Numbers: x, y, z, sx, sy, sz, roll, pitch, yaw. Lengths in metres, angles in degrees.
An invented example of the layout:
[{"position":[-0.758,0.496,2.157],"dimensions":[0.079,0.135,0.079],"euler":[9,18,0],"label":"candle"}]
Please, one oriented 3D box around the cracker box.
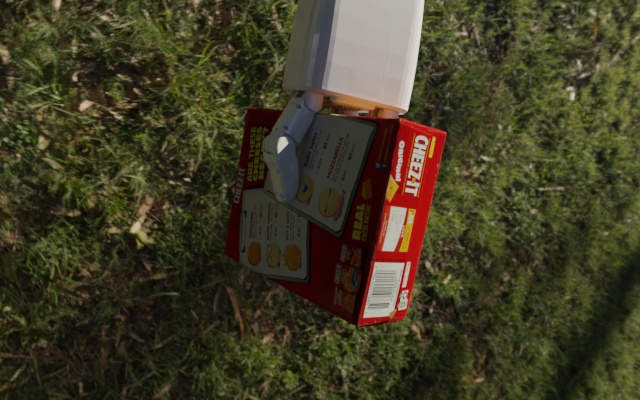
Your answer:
[{"position":[0.000,0.002,0.455],"dimensions":[0.072,0.164,0.213],"euler":[6,6,-41],"label":"cracker box"}]
